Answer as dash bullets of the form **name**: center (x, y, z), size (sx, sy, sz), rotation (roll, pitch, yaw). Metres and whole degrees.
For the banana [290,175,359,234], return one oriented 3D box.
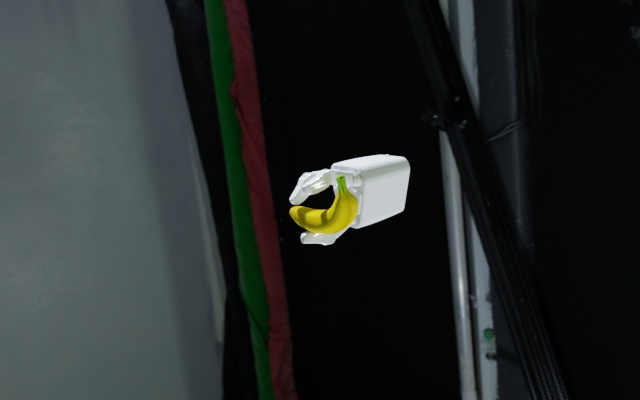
- **banana**: center (0.009, 0.019, 0.729), size (0.037, 0.069, 0.198), rotation (-19, -6, -29)
